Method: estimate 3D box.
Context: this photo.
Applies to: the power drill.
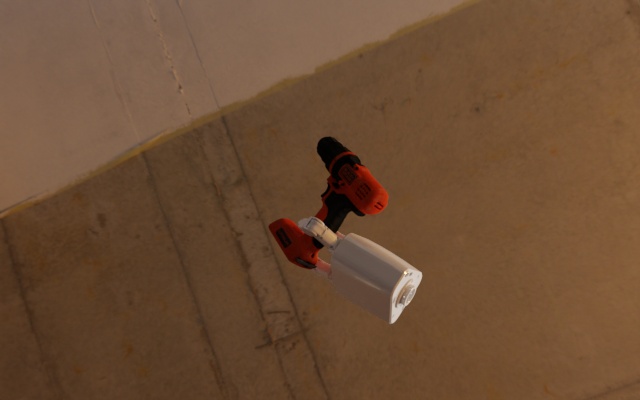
[{"bbox_3d":[0.000,0.003,0.771,0.057,0.188,0.184,29,18,-43],"label":"power drill"}]
